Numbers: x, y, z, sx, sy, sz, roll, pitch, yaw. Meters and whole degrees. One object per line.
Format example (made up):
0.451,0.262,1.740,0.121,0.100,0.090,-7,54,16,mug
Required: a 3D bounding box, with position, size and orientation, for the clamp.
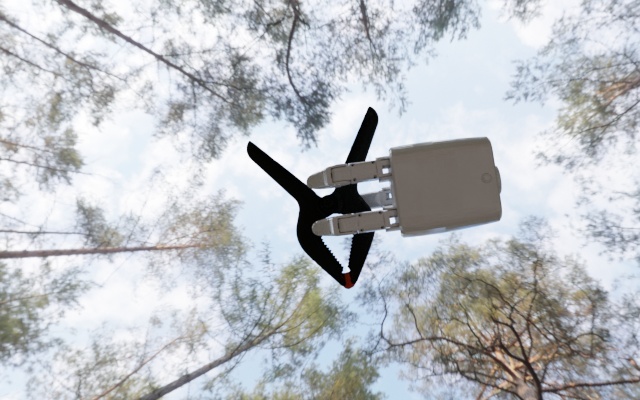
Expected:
0.001,0.002,0.571,0.164,0.210,0.036,-8,-6,8,clamp
